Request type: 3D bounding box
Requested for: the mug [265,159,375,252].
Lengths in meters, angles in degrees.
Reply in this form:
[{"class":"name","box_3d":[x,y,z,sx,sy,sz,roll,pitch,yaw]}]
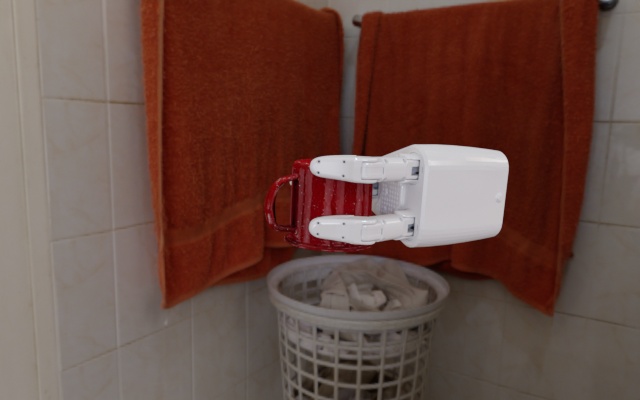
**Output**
[{"class":"mug","box_3d":[-0.001,0.001,0.476,0.117,0.081,0.093,-2,9,-25]}]
